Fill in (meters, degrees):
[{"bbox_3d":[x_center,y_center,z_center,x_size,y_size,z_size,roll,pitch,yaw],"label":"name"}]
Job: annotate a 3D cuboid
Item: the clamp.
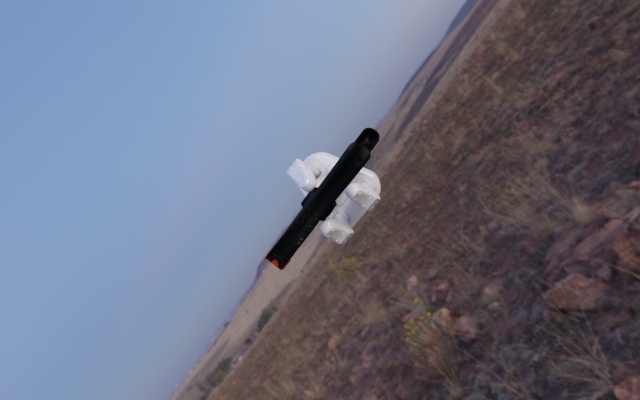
[{"bbox_3d":[-0.001,0.002,0.565,0.036,0.210,0.164,38,11,1],"label":"clamp"}]
